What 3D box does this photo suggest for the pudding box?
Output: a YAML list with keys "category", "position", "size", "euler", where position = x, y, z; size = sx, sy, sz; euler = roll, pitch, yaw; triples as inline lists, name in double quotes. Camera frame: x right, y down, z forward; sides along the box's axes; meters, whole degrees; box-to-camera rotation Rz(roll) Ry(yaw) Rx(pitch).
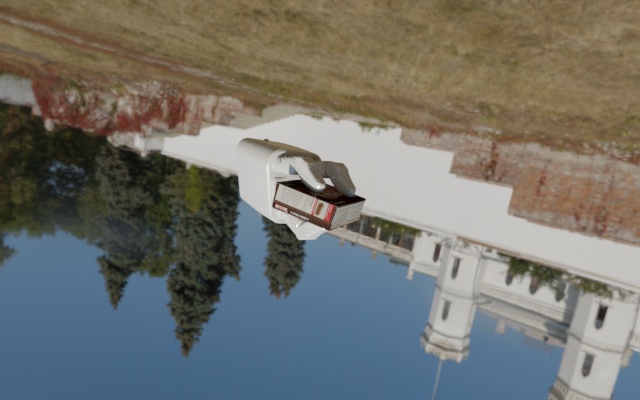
- category: "pudding box"
  position: [0.000, 0.002, 0.643]
  size: [0.090, 0.039, 0.113]
  euler: [21, 15, 20]
